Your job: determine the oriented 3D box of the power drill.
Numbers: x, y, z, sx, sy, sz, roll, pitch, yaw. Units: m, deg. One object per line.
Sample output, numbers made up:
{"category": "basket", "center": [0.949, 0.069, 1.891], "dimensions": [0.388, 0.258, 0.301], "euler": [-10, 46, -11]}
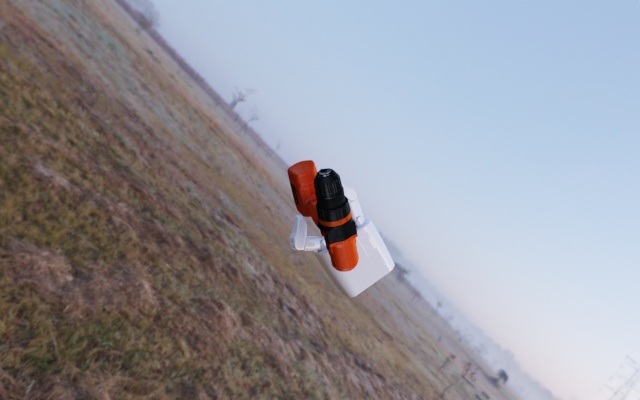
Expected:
{"category": "power drill", "center": [0.000, 0.003, 0.788], "dimensions": [0.057, 0.184, 0.187], "euler": [-18, 32, -11]}
